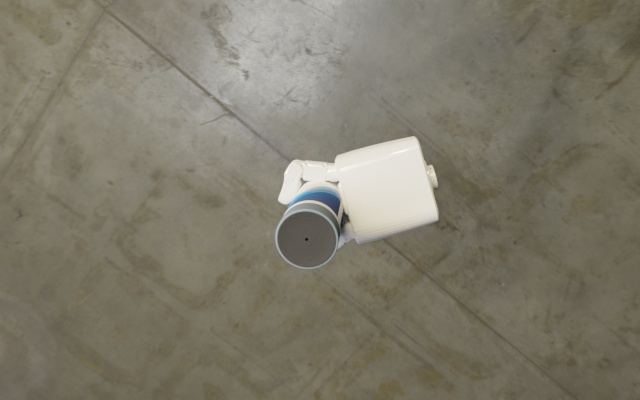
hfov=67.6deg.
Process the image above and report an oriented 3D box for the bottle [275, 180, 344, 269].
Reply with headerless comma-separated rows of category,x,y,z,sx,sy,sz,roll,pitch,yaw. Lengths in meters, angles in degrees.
bottle,0.000,0.002,0.634,0.069,0.069,0.295,0,15,6
